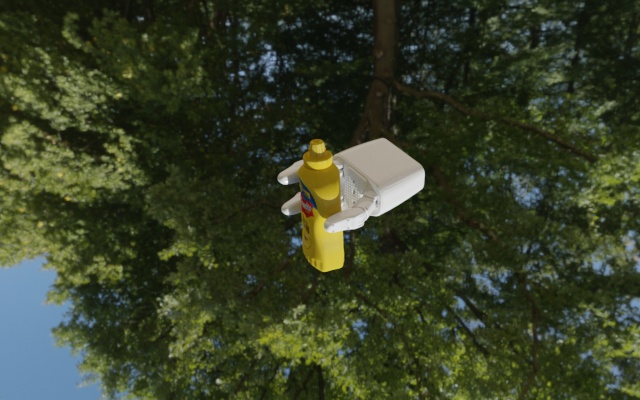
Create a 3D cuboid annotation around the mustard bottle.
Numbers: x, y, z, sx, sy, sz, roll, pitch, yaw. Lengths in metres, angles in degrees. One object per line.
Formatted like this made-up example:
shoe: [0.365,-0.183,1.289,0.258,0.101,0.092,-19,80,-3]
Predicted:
mustard bottle: [0.000,0.003,0.697,0.058,0.192,0.096,-11,31,-14]
